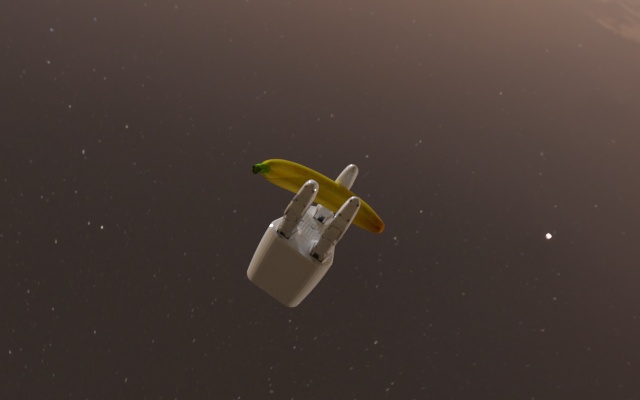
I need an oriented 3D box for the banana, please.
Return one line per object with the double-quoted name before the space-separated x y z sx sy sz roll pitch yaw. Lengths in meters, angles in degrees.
"banana" -0.004 -0.010 0.644 0.198 0.037 0.069 24 30 -17
